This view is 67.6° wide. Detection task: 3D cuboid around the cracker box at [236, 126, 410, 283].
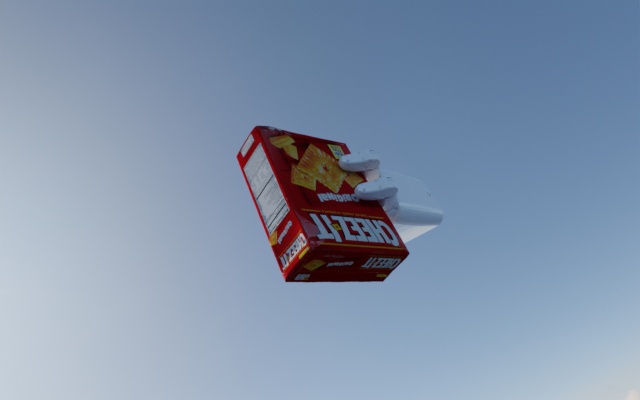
[{"bbox_3d":[0.000,0.002,0.634,0.164,0.213,0.072,7,-47,-38],"label":"cracker box"}]
